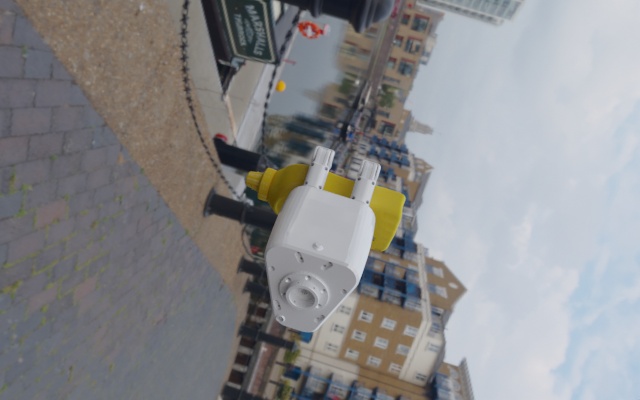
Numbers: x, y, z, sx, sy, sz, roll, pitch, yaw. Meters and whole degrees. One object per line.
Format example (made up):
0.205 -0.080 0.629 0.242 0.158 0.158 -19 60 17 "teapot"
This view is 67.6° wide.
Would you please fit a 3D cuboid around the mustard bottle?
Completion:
0.000 0.002 0.588 0.191 0.058 0.096 17 -32 3 "mustard bottle"
